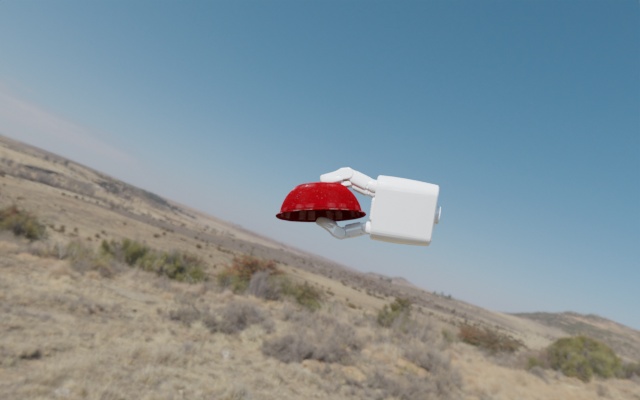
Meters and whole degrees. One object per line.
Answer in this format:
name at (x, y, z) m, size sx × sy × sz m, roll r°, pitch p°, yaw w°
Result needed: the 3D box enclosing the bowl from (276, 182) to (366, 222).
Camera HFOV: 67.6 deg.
bowl at (-0.001, 0.002, 0.854) m, size 0.162 × 0.055 × 0.162 m, roll -2°, pitch -10°, yaw 0°
